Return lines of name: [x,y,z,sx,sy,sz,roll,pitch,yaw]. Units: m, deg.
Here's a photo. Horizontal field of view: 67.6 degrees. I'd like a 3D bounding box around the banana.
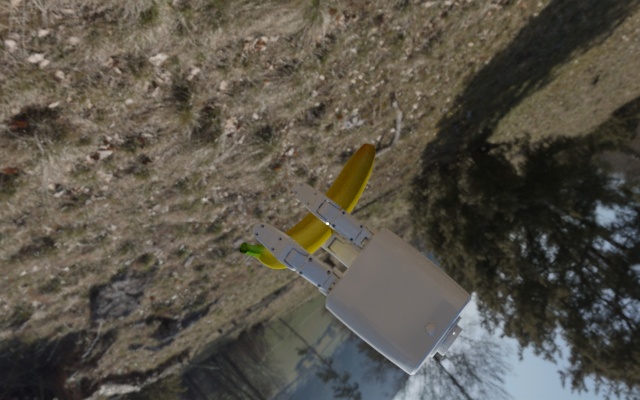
banana: [0.000,0.015,0.537,0.037,0.197,0.070,35,-26,29]
